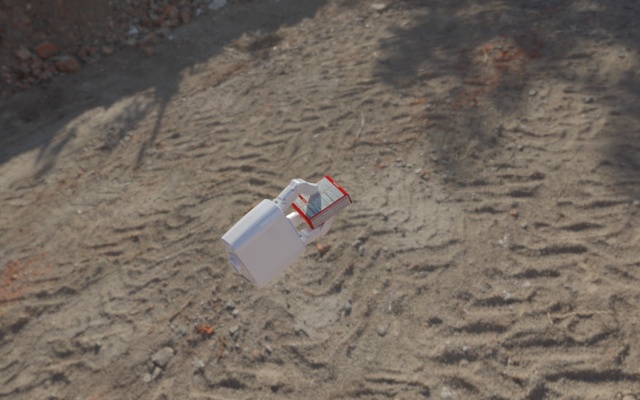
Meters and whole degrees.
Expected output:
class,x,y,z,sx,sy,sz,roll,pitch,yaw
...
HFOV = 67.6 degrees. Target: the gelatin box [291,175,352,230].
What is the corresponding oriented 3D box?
class,x,y,z,sx,sy,sz,roll,pitch,yaw
gelatin box,0.000,0.002,0.865,0.089,0.030,0.073,-35,43,-10
